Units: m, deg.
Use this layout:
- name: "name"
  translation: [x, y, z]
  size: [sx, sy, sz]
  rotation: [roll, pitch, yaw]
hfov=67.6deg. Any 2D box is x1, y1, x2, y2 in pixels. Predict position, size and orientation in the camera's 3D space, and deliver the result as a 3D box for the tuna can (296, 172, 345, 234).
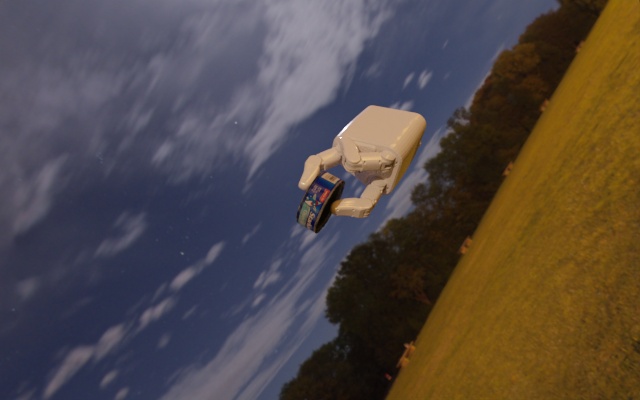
- name: "tuna can"
  translation: [0.000, 0.002, 0.685]
  size: [0.034, 0.086, 0.086]
  rotation: [28, 6, 11]
